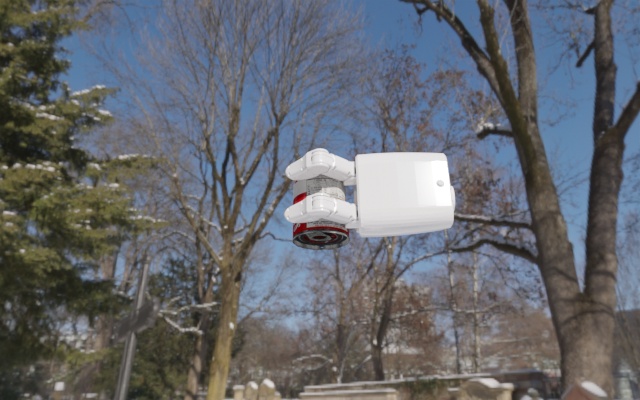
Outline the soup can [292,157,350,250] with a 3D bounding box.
[{"bbox_3d":[0.000,0.002,0.583,0.068,0.102,0.068,-1,-23,0],"label":"soup can"}]
